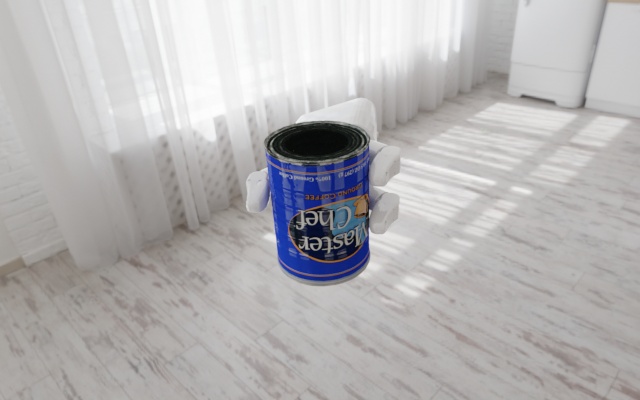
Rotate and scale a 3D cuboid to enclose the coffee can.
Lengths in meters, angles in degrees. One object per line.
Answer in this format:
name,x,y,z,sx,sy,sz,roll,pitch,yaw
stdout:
coffee can,0.000,0.002,0.492,0.103,0.140,0.102,-3,30,1
